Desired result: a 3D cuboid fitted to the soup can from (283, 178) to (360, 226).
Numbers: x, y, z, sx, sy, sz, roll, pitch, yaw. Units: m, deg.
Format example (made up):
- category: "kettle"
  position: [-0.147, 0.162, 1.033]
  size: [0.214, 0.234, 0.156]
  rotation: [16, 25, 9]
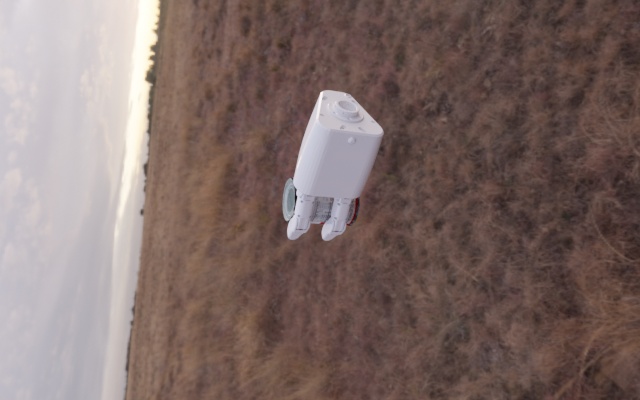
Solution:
- category: "soup can"
  position: [0.000, 0.003, 0.726]
  size: [0.102, 0.068, 0.068]
  rotation: [4, -1, -19]
